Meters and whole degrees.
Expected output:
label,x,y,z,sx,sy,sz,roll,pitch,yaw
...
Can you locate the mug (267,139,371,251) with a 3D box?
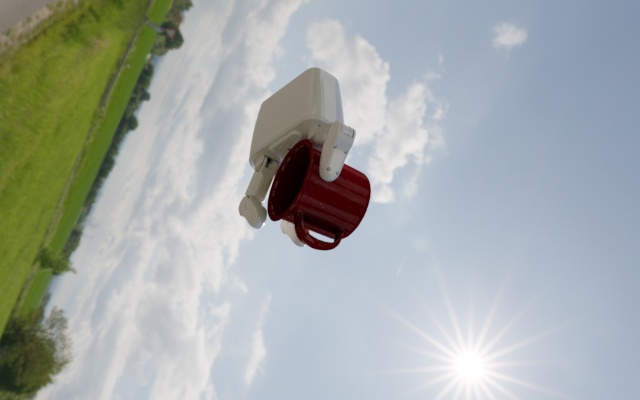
label,x,y,z,sx,sy,sz,roll,pitch,yaw
mug,0.000,0.003,0.506,0.081,0.117,0.093,24,-47,-24
